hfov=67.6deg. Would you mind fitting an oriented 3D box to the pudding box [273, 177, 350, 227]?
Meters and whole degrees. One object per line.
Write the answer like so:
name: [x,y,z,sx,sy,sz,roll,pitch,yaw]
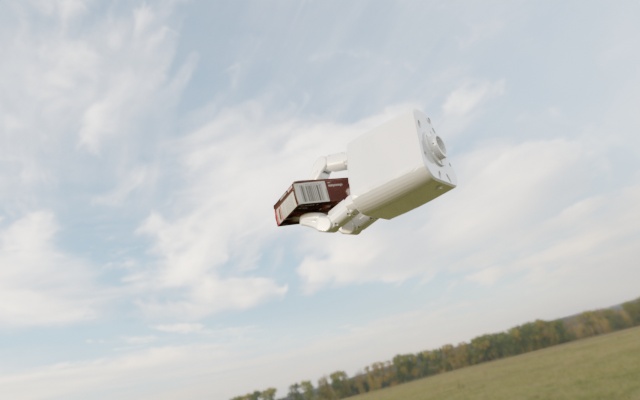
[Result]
pudding box: [0.000,0.002,0.681,0.113,0.039,0.090,-3,-21,-25]
